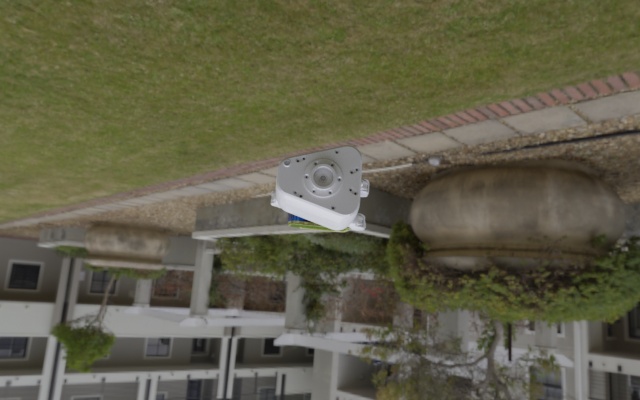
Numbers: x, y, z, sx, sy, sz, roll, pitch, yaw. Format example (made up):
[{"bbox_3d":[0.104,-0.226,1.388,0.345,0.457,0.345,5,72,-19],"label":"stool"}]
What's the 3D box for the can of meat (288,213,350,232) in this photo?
[{"bbox_3d":[0.000,0.003,0.746,0.102,0.084,0.057,5,-11,-6],"label":"can of meat"}]
